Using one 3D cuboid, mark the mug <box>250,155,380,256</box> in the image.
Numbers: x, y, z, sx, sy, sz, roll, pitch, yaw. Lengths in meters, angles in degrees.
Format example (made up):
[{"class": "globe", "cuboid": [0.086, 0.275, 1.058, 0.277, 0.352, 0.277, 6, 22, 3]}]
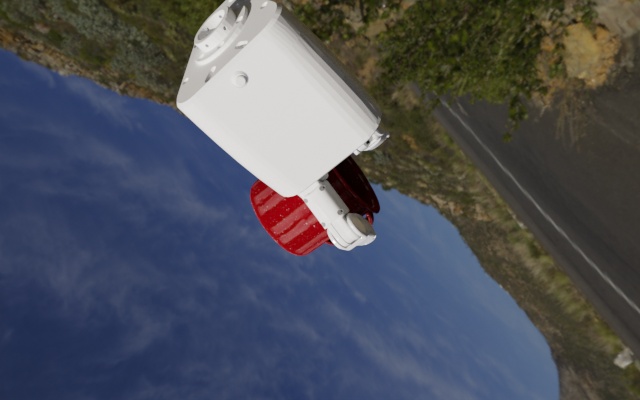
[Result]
[{"class": "mug", "cuboid": [0.001, 0.002, 0.431, 0.081, 0.093, 0.117, -37, -52, 16]}]
